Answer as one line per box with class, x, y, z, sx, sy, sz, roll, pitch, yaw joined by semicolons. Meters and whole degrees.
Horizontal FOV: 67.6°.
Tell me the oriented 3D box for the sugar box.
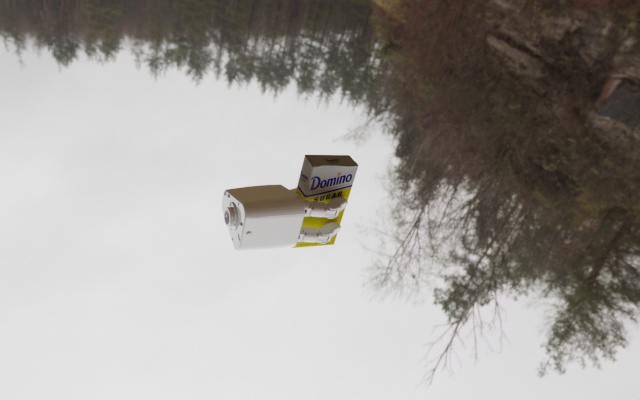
sugar box;0.000;0.003;0.867;0.093;0.176;0.048;-3;37;-28
